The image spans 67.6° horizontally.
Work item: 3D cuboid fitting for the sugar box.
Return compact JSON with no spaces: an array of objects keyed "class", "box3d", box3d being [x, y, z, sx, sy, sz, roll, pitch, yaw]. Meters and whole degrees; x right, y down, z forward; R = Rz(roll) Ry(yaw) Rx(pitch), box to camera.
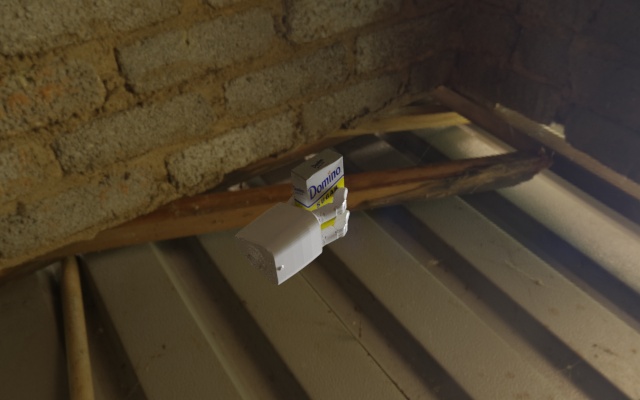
[{"class":"sugar box","box3d":[0.000,0.003,0.875,0.093,0.176,0.048,-35,50,-30]}]
